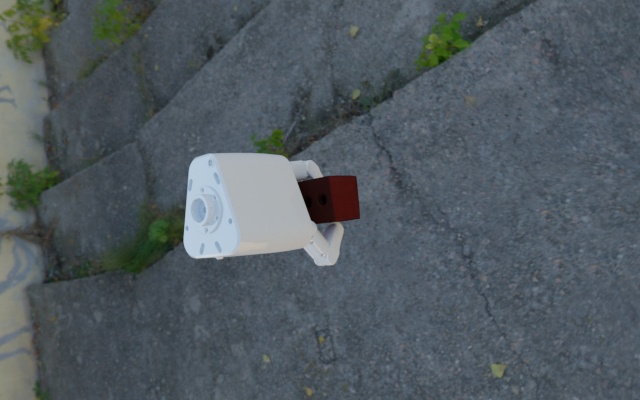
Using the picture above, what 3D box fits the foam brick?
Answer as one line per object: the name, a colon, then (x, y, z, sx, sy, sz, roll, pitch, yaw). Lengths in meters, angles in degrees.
foam brick: (0.000, 0.002, 0.567, 0.078, 0.053, 0.051, -10, -5, 39)
